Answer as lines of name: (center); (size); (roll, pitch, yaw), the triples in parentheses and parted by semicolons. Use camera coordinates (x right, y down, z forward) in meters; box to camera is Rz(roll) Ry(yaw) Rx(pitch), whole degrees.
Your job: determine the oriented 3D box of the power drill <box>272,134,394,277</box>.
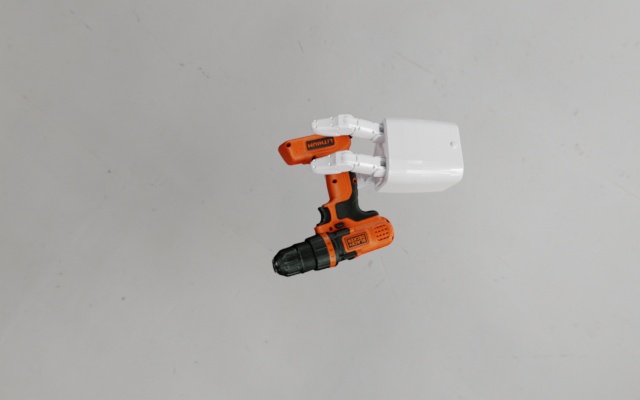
power drill: (0.000, 0.002, 0.682); (0.184, 0.187, 0.057); (-16, -1, -20)
